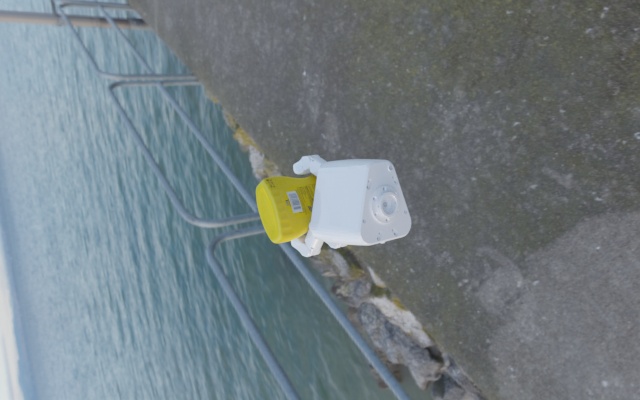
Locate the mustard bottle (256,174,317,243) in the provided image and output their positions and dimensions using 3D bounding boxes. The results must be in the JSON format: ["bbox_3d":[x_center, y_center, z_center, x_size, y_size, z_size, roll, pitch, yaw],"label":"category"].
[{"bbox_3d":[0.000,0.003,0.746,0.191,0.096,0.058,-10,-18,-33],"label":"mustard bottle"}]
